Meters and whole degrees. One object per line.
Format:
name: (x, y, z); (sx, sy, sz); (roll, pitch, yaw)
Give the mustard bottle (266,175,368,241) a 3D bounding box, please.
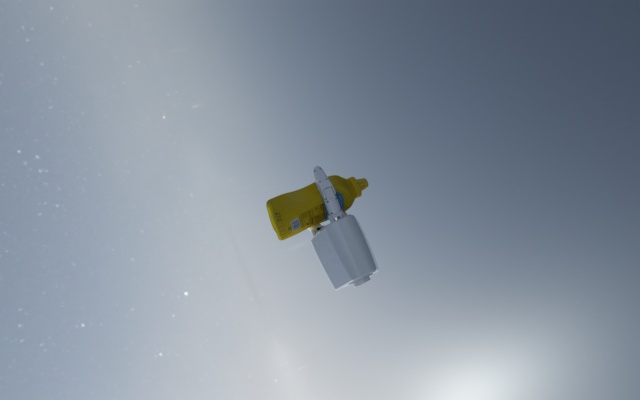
mustard bottle: (0.000, 0.003, 0.873); (0.191, 0.058, 0.096); (-23, -37, -11)
